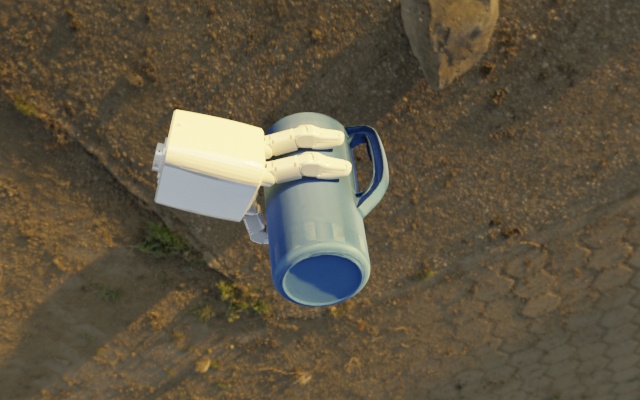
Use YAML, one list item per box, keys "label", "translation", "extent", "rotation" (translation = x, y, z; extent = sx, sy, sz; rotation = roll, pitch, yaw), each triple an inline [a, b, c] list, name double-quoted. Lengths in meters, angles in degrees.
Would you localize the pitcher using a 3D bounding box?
- label: "pitcher"
  translation: [0.000, 0.002, 0.598]
  extent: [0.145, 0.149, 0.242]
  rotation: [12, 39, -18]
